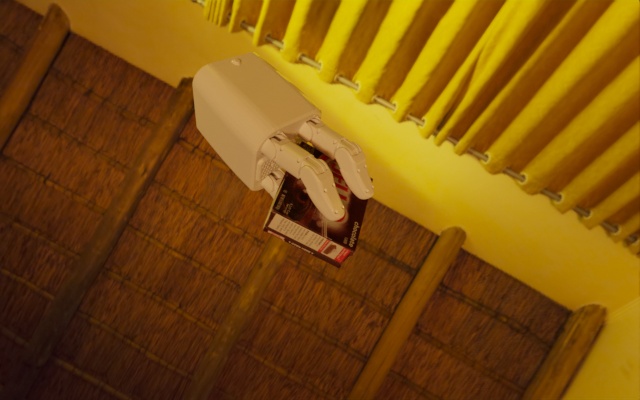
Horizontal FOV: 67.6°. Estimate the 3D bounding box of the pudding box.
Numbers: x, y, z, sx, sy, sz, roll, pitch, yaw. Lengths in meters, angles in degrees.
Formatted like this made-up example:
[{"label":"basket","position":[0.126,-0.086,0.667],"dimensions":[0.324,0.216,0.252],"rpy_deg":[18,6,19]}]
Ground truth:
[{"label":"pudding box","position":[0.000,0.002,0.491],"dimensions":[0.090,0.113,0.039],"rpy_deg":[27,-43,-8]}]
